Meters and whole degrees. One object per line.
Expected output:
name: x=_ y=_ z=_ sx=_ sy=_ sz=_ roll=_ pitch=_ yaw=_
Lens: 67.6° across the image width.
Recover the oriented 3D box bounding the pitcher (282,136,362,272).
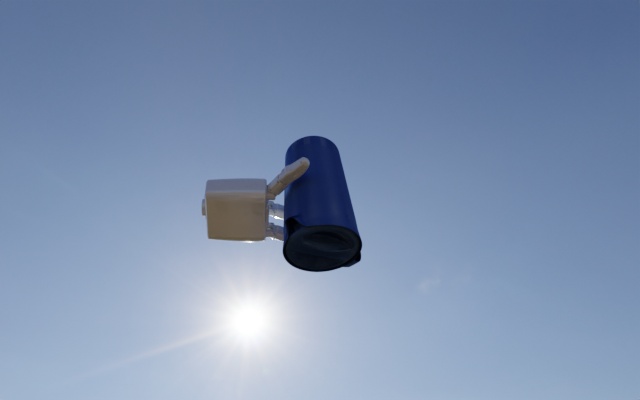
pitcher: x=0.000 y=0.003 z=0.873 sx=0.145 sy=0.242 sz=0.149 roll=-1 pitch=-42 yaw=-6
